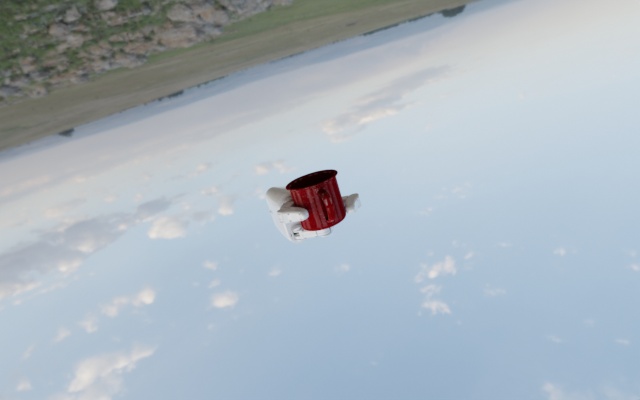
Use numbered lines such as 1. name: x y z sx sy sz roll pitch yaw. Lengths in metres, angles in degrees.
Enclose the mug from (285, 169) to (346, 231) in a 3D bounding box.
1. mug: 0.001 0.003 0.809 0.093 0.081 0.117 -22 17 -15
